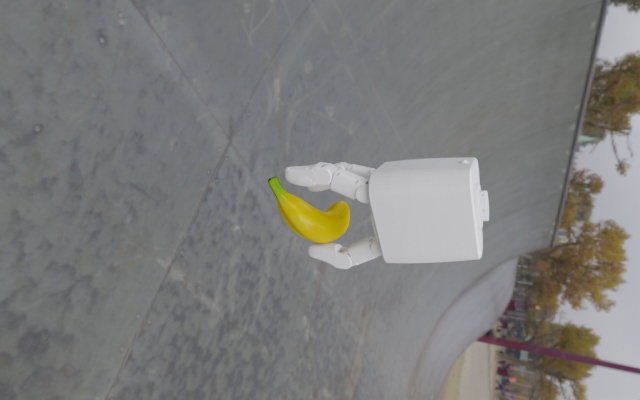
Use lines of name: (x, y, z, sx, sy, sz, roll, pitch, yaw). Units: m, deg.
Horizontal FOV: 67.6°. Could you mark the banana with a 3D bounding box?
banana: (0.001, 0.019, 0.590, 0.037, 0.069, 0.198, -12, -14, 22)
